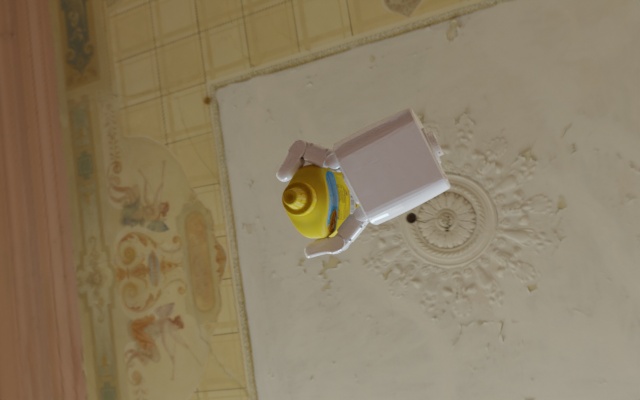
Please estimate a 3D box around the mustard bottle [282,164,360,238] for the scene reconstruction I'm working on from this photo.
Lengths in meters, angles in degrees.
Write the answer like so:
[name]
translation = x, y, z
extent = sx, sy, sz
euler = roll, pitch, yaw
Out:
[mustard bottle]
translation = 0.000, 0.002, 0.632
extent = 0.058, 0.096, 0.191
euler = -1, -4, 21
